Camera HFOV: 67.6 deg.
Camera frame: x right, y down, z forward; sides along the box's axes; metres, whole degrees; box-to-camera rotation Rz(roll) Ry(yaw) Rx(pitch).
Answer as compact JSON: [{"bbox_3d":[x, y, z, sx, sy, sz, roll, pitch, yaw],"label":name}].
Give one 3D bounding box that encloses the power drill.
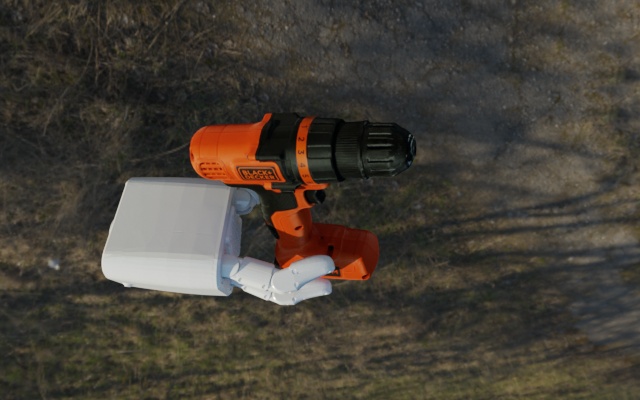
[{"bbox_3d":[0.000,0.002,0.425,0.184,0.057,0.188,3,-38,22],"label":"power drill"}]
